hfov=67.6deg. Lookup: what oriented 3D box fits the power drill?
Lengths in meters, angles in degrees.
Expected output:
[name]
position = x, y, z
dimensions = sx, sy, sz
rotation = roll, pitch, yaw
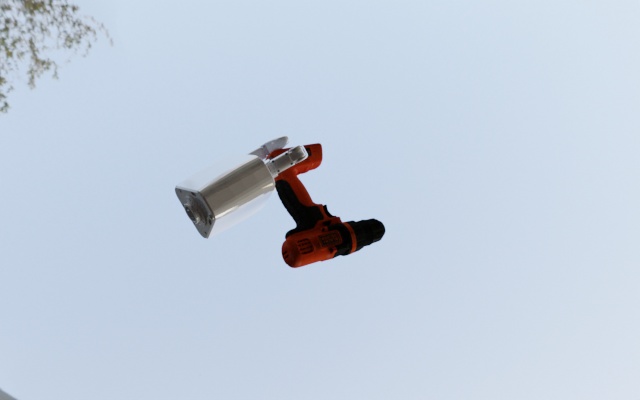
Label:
[power drill]
position = 0.000, 0.002, 0.754
dimensions = 0.184, 0.187, 0.057
rotation = -12, -21, -33
